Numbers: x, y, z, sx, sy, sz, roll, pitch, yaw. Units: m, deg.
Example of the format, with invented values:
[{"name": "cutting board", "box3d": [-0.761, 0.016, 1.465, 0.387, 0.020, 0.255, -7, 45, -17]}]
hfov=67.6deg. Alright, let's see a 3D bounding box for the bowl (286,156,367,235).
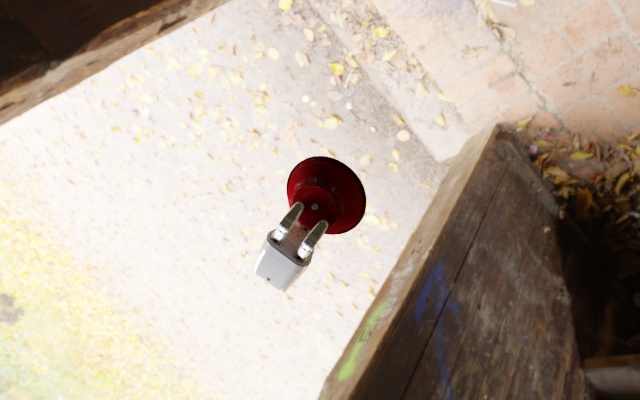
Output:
[{"name": "bowl", "box3d": [0.000, 0.002, 0.872, 0.162, 0.162, 0.055, 0, 24, 23]}]
